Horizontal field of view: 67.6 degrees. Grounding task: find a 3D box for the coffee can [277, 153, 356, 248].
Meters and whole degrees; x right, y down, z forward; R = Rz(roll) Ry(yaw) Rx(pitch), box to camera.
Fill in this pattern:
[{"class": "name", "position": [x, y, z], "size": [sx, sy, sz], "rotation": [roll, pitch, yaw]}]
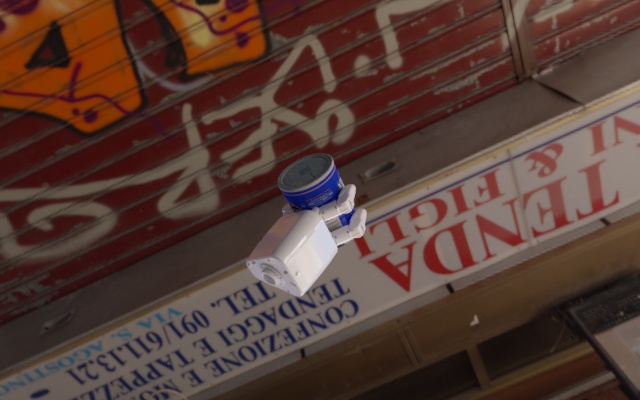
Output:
[{"class": "coffee can", "position": [0.000, 0.003, 0.840], "size": [0.103, 0.140, 0.102], "rotation": [-20, 31, 13]}]
